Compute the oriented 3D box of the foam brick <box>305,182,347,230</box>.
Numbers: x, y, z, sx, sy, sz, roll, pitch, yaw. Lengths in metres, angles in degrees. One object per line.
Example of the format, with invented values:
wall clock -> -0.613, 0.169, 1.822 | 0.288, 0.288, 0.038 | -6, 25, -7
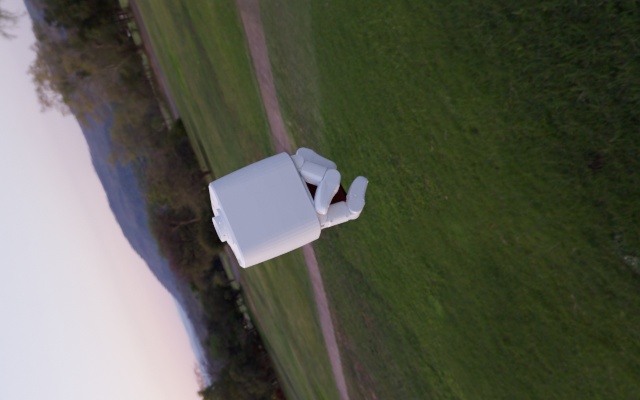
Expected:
foam brick -> 0.000, 0.002, 0.670 | 0.051, 0.053, 0.078 | -23, -22, -18
